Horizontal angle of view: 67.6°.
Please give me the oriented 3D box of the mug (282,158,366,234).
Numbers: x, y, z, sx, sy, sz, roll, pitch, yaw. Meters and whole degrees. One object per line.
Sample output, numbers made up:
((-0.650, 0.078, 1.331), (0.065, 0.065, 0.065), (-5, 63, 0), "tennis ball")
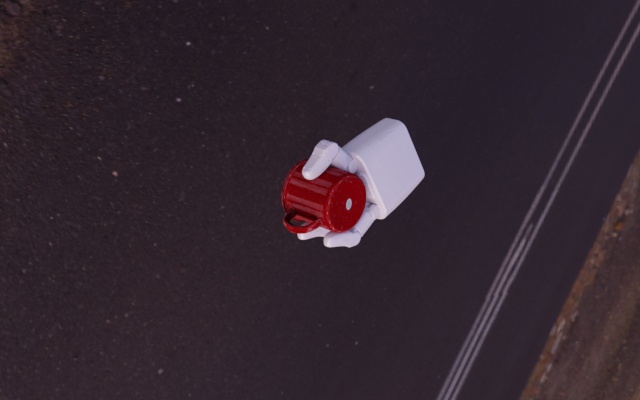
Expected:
((-0.001, 0.003, 0.643), (0.081, 0.093, 0.117), (19, 51, 42), "mug")
